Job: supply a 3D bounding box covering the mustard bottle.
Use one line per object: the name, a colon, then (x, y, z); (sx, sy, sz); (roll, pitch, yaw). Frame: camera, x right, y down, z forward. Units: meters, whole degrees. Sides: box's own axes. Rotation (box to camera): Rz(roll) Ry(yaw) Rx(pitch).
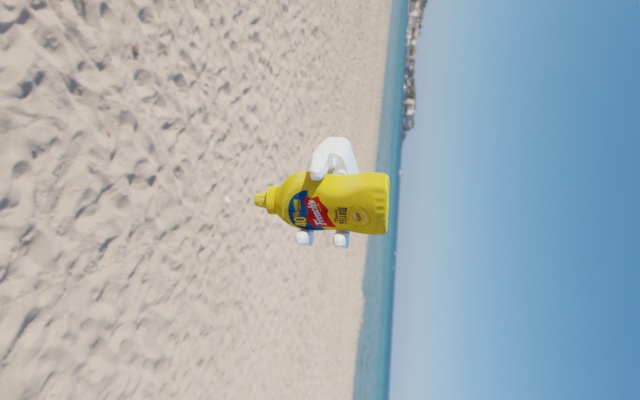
mustard bottle: (0.000, 0.002, 0.679); (0.191, 0.058, 0.096); (3, -44, 9)
